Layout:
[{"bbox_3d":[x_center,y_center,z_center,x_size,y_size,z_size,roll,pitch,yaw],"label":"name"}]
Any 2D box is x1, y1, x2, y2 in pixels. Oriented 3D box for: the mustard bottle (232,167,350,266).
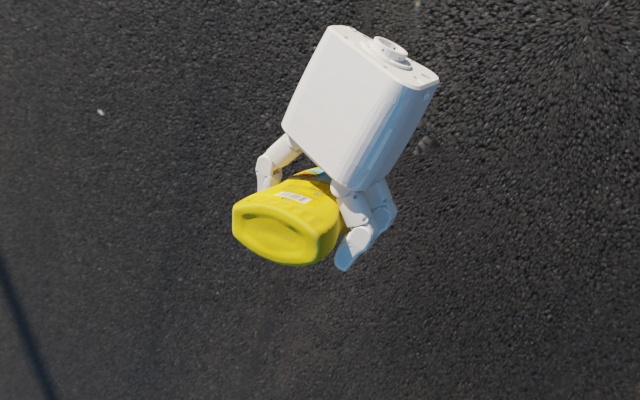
[{"bbox_3d":[0.000,0.002,0.502,0.096,0.058,0.191,14,24,24],"label":"mustard bottle"}]
